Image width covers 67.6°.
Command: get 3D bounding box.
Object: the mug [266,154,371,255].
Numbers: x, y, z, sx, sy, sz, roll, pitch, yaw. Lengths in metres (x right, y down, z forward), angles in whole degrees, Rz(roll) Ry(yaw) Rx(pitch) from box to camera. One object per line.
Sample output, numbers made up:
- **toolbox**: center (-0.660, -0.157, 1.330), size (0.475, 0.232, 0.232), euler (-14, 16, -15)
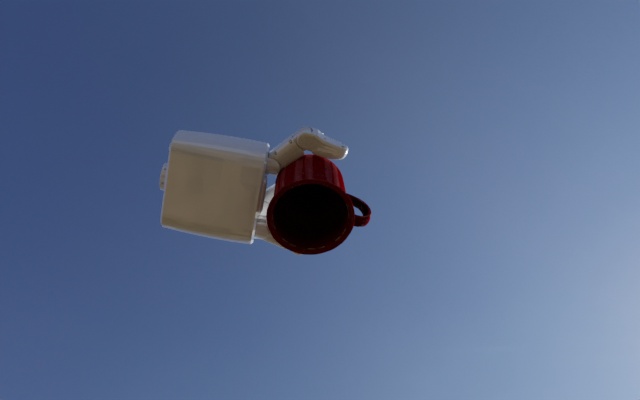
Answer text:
- **mug**: center (0.002, 0.002, 0.535), size (0.117, 0.093, 0.081), euler (10, 28, -8)
